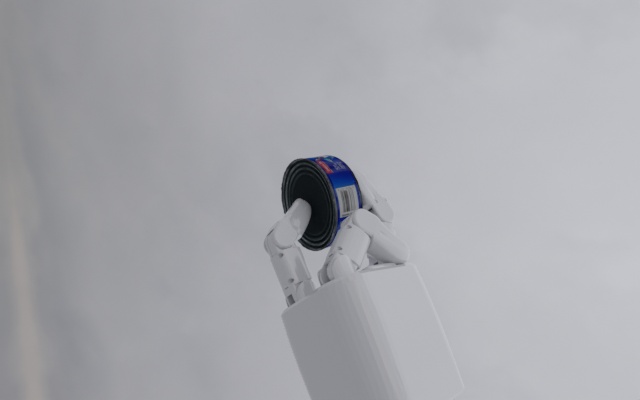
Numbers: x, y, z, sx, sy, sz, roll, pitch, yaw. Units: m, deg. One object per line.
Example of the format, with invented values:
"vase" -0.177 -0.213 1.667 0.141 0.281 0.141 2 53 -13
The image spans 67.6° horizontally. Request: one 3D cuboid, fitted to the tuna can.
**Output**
"tuna can" 0.001 0.001 0.442 0.034 0.086 0.086 -12 7 -35
